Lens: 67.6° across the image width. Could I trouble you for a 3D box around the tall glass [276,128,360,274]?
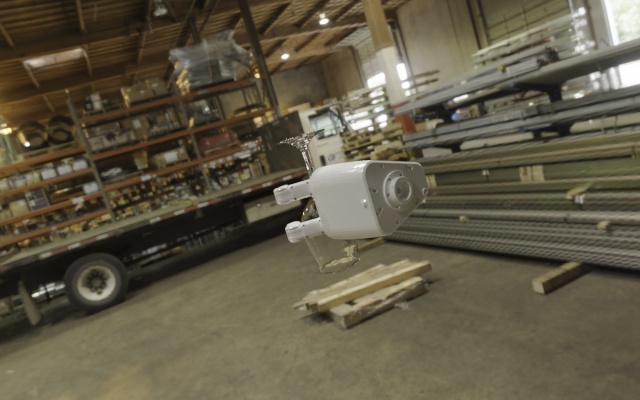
[{"bbox_3d":[0.000,0.002,0.695,0.079,0.201,0.079,-17,8,2],"label":"tall glass"}]
